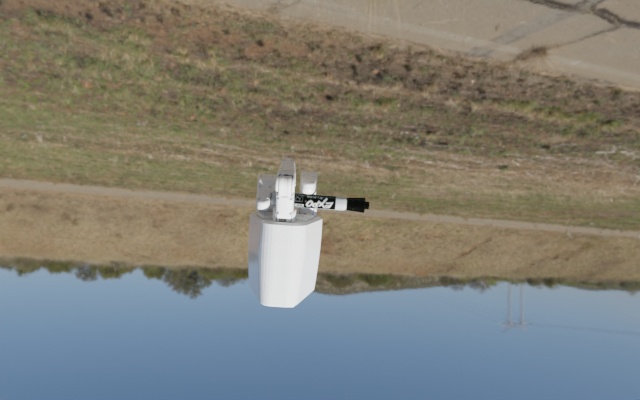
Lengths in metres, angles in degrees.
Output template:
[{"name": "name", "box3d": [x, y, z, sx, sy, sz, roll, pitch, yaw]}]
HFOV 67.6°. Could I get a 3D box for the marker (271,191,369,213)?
[{"name": "marker", "box3d": [0.000, 0.002, 0.594, 0.121, 0.020, 0.020, 4, 0, 0]}]
